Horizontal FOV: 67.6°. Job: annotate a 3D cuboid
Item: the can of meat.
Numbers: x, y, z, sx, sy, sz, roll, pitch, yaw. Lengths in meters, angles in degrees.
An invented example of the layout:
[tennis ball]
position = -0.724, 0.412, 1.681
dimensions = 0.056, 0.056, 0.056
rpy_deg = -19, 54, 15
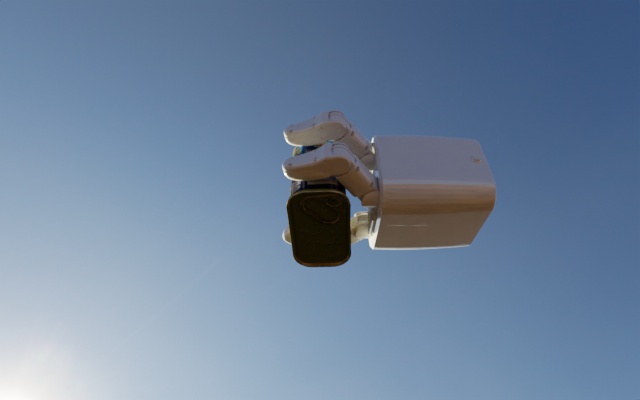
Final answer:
[can of meat]
position = 0.000, 0.001, 0.474
dimensions = 0.057, 0.102, 0.083
rpy_deg = -2, 43, 3
